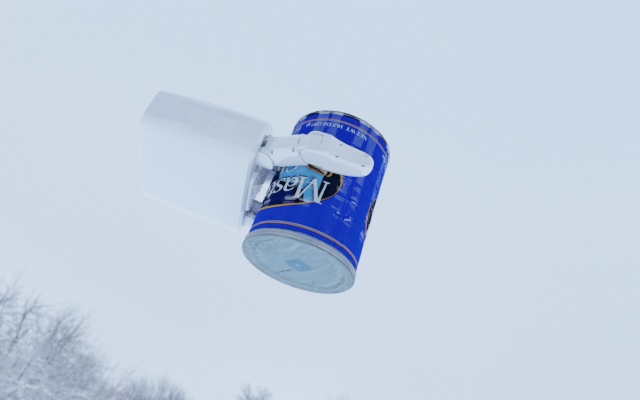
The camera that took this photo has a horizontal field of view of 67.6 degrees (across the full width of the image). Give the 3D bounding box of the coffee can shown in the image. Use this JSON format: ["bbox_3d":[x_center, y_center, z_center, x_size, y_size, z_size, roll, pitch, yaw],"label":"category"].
[{"bbox_3d":[0.000,0.002,0.449,0.103,0.140,0.103,14,-31,9],"label":"coffee can"}]
